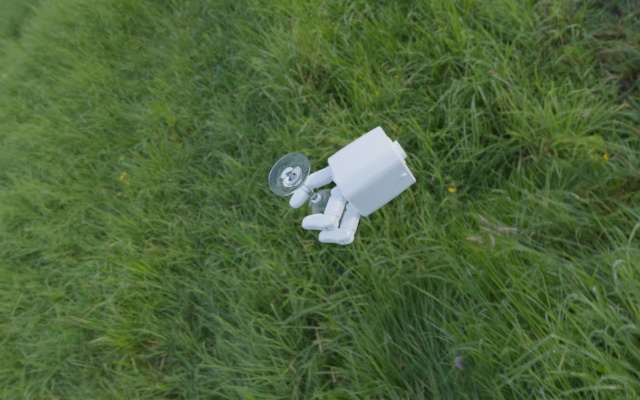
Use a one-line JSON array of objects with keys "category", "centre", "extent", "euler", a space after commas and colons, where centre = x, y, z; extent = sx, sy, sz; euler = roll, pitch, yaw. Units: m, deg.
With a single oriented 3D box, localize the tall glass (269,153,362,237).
[{"category": "tall glass", "centre": [0.000, 0.002, 0.802], "extent": [0.079, 0.079, 0.201], "euler": [0, -26, 32]}]
